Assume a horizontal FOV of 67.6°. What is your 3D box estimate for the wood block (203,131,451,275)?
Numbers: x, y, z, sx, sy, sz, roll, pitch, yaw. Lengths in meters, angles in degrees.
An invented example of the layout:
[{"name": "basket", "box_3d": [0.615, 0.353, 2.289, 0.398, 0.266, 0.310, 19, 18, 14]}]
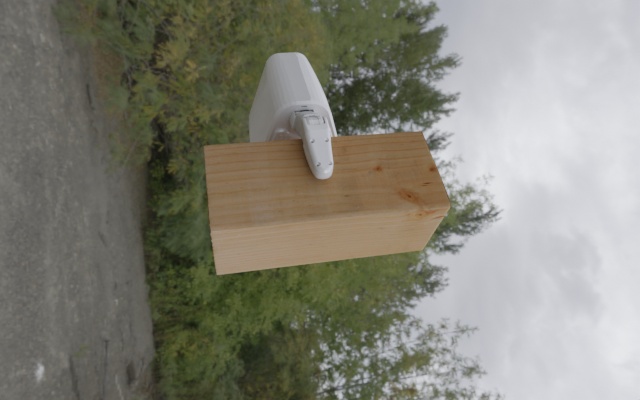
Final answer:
[{"name": "wood block", "box_3d": [0.000, 0.001, 0.451, 0.206, 0.090, 0.091, -6, -32, -11]}]
